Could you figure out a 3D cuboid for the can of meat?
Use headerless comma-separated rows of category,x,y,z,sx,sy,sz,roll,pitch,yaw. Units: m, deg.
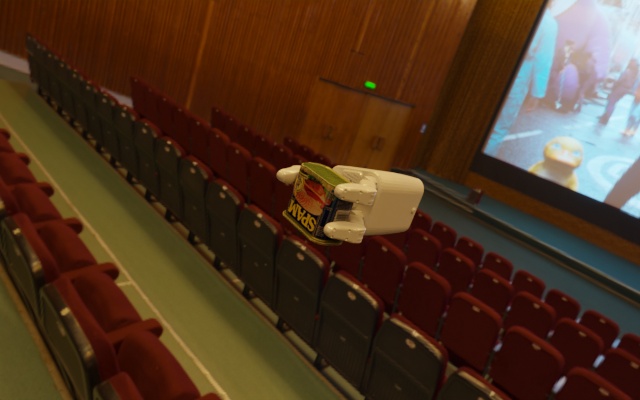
can of meat,0.000,0.002,0.672,0.057,0.084,0.102,5,23,-38
